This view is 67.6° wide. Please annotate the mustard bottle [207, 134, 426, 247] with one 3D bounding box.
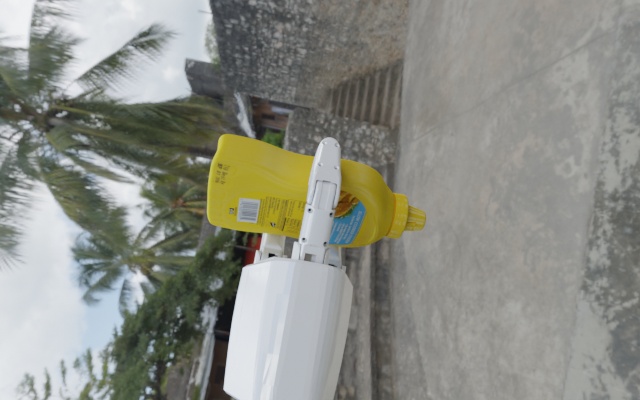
[{"bbox_3d":[0.000,0.001,0.424,0.191,0.058,0.096,11,-41,-6],"label":"mustard bottle"}]
